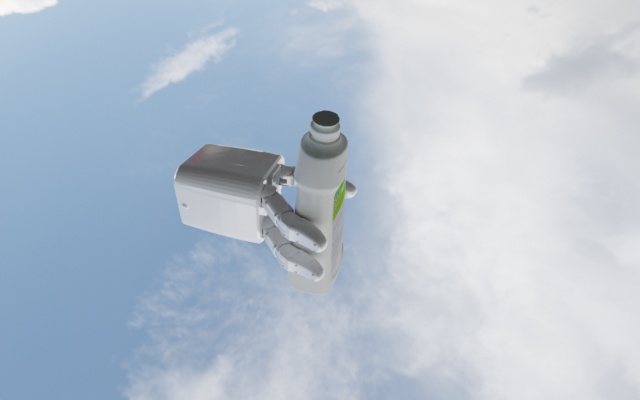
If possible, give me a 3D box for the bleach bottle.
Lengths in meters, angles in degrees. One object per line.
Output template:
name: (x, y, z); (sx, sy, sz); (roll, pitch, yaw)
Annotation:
bleach bottle: (0.000, 0.002, 0.569); (0.068, 0.251, 0.102); (12, 45, 7)
